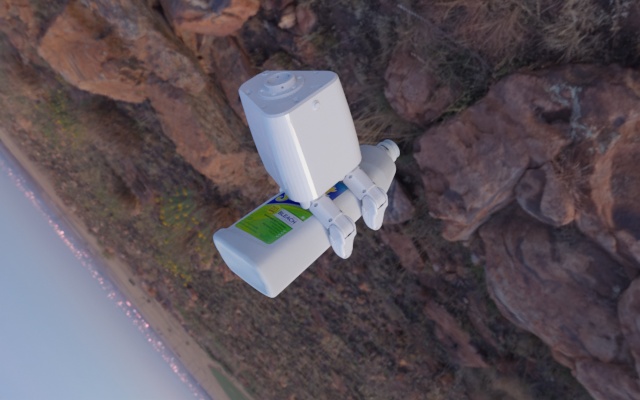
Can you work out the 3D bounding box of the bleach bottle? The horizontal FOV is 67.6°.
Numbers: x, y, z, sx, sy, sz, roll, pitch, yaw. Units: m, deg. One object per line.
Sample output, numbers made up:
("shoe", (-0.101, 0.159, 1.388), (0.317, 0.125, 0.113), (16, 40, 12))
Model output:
("bleach bottle", (0.000, 0.002, 0.578), (0.250, 0.068, 0.102), (-40, 43, -25))
